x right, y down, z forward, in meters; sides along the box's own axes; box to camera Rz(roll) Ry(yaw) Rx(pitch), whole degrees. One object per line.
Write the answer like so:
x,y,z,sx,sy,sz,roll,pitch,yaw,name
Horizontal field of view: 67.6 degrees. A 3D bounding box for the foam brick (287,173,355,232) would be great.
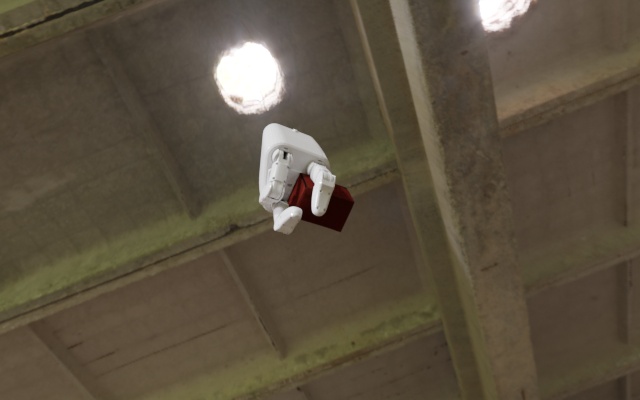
0.000,0.002,0.686,0.078,0.053,0.051,19,21,-20,foam brick
